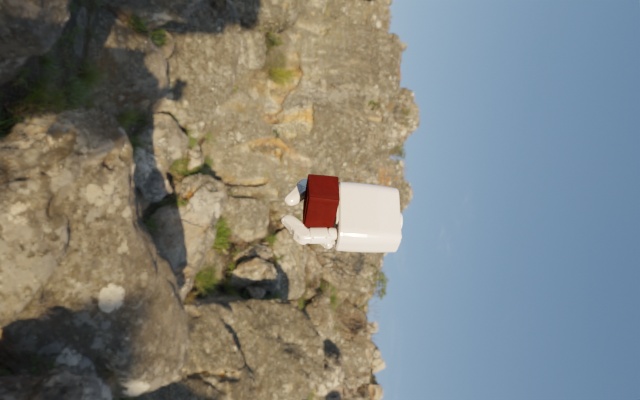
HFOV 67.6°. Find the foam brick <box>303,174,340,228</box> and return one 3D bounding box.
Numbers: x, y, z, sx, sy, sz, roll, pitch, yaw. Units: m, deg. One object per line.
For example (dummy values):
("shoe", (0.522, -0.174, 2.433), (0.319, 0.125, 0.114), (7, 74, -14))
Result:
("foam brick", (0.000, 0.002, 0.780), (0.051, 0.053, 0.078), (5, -42, -6))
